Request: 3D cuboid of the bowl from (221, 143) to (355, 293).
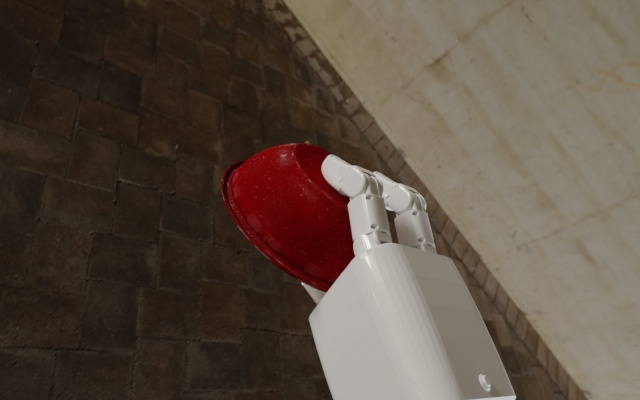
[{"bbox_3d":[0.000,0.000,0.407,0.162,0.055,0.162,31,24,-16],"label":"bowl"}]
